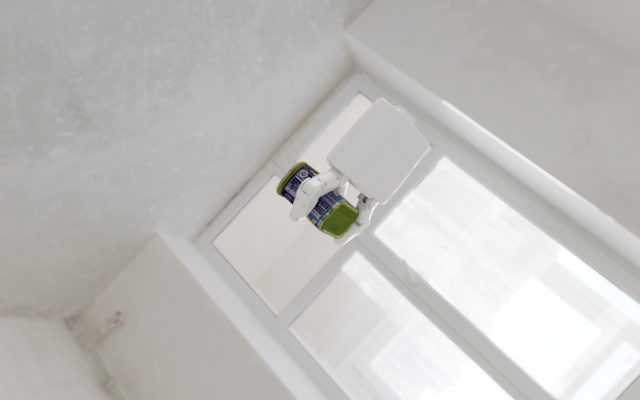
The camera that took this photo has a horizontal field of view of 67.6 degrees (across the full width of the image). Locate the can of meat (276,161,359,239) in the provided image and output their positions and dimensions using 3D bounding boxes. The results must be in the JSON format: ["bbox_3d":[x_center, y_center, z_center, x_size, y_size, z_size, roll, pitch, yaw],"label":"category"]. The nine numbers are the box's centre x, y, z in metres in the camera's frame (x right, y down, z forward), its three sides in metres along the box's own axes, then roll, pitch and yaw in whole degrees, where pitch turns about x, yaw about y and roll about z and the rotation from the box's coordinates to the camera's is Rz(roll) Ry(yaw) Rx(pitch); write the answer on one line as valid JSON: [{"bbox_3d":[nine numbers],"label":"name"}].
[{"bbox_3d":[0.000,0.002,0.651,0.084,0.057,0.102,42,4,23],"label":"can of meat"}]
